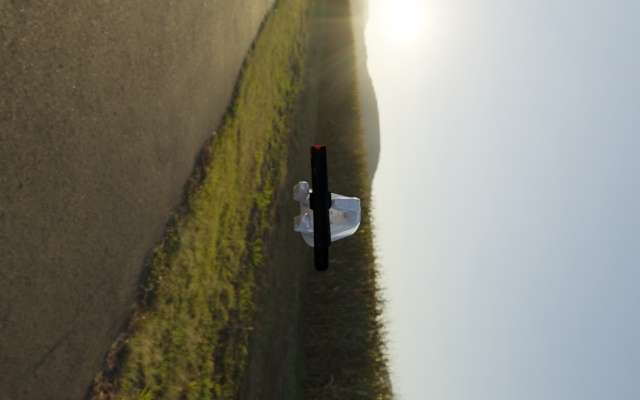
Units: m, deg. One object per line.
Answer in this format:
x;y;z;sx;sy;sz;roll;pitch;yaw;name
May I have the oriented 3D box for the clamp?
0.001;0.002;0.778;0.036;0.210;0.164;-1;-14;-2;clamp
